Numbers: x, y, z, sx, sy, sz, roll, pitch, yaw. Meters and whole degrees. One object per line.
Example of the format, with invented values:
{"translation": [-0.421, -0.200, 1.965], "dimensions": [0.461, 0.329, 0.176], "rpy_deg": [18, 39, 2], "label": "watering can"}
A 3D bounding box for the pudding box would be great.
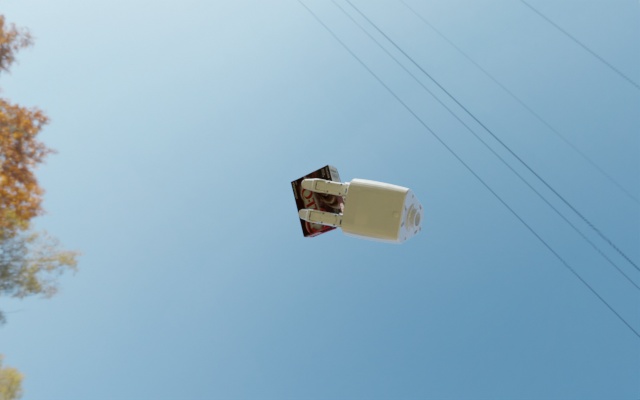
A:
{"translation": [0.000, 0.003, 0.881], "dimensions": [0.090, 0.113, 0.039], "rpy_deg": [-23, -19, 29], "label": "pudding box"}
